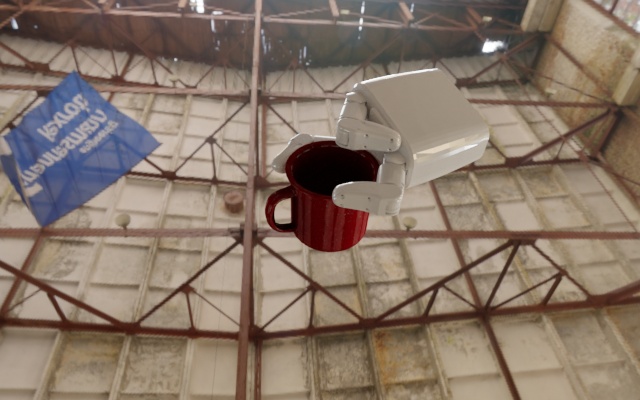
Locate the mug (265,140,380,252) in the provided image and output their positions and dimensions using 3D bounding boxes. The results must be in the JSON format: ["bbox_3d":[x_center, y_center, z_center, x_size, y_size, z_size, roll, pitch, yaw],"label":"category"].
[{"bbox_3d":[-0.001,0.002,0.482,0.117,0.082,0.093,-18,46,-22],"label":"mug"}]
